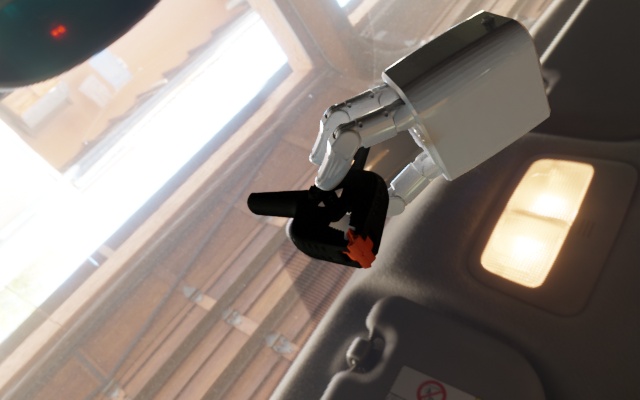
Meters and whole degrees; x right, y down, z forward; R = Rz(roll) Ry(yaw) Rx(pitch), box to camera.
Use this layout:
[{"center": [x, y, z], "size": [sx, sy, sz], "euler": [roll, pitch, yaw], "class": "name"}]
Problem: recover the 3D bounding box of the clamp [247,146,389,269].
[{"center": [0.001, 0.002, 0.445], "size": [0.164, 0.036, 0.209], "euler": [-33, 28, 10], "class": "clamp"}]
